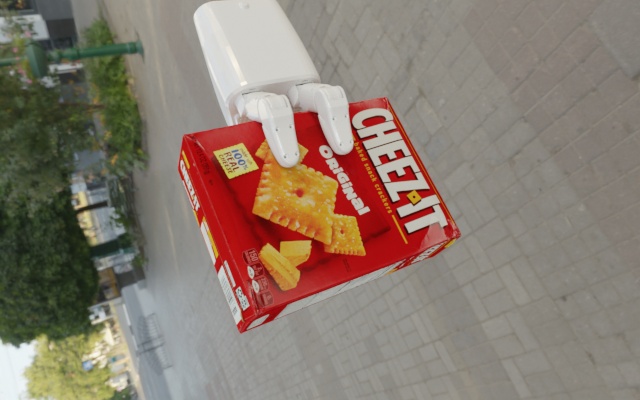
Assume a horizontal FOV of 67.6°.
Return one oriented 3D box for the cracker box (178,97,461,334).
[{"bbox_3d":[0.000,0.002,0.439,0.213,0.164,0.072,-16,-18,-26],"label":"cracker box"}]
